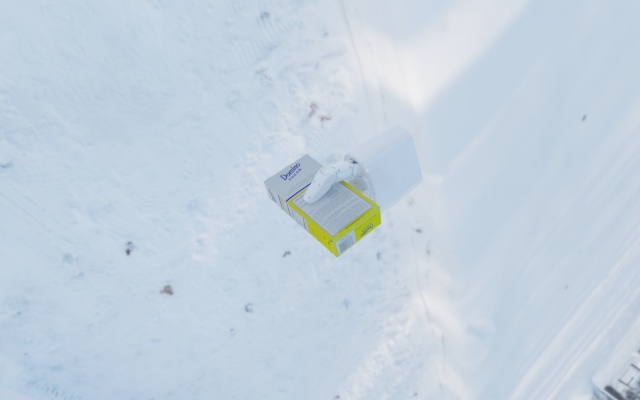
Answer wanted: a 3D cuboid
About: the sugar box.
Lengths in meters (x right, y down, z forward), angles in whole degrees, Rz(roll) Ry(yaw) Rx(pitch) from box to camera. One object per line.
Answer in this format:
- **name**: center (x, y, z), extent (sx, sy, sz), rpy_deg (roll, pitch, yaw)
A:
- **sugar box**: center (0.000, 0.003, 0.739), extent (0.093, 0.048, 0.176), rpy_deg (-34, 48, -20)
